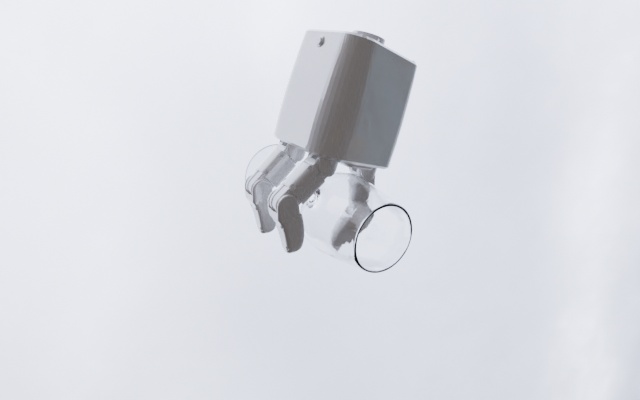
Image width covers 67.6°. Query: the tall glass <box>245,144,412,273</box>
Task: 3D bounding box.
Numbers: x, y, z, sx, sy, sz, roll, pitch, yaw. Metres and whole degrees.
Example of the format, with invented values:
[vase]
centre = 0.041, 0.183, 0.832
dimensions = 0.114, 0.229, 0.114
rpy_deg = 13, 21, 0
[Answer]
[tall glass]
centre = 0.000, 0.001, 0.472
dimensions = 0.079, 0.079, 0.201
rpy_deg = 0, 18, -34
